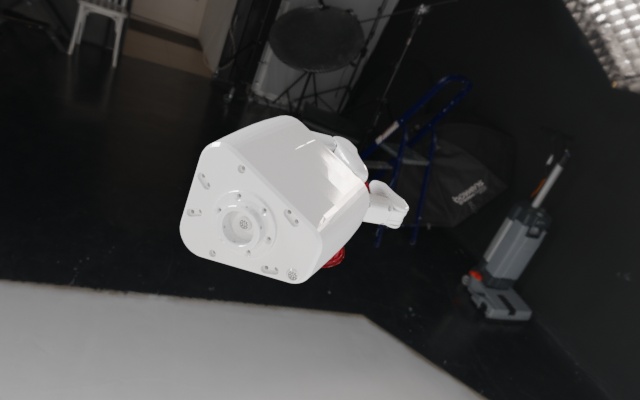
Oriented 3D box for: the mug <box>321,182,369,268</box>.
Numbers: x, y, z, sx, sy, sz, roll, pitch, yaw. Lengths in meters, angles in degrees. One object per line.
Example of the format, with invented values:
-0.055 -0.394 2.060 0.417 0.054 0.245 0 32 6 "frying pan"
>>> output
0.001 0.001 0.482 0.093 0.081 0.117 28 26 9 "mug"
